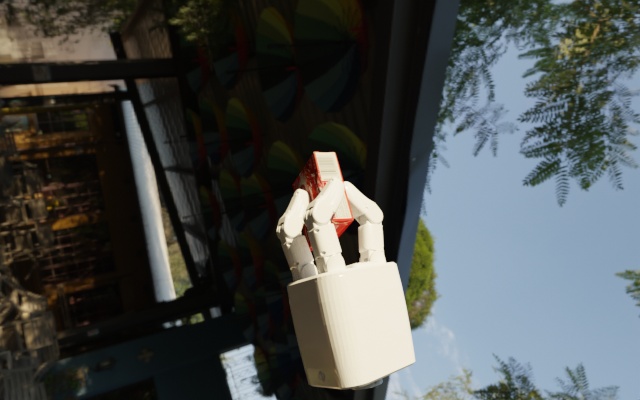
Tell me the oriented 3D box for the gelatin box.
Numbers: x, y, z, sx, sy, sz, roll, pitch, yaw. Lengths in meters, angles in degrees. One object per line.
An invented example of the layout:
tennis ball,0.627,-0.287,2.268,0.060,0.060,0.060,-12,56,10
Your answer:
gelatin box,0.000,0.001,0.534,0.030,0.089,0.073,-1,-28,-25
